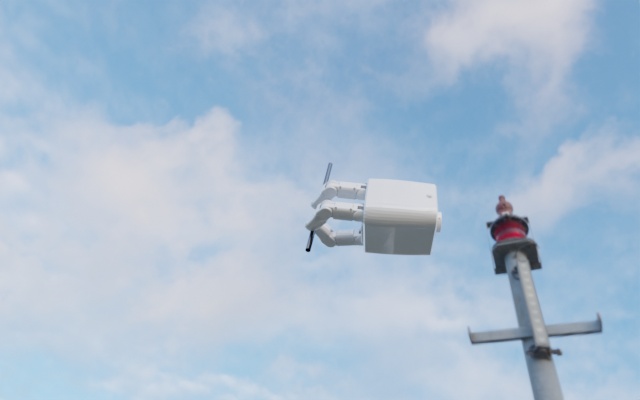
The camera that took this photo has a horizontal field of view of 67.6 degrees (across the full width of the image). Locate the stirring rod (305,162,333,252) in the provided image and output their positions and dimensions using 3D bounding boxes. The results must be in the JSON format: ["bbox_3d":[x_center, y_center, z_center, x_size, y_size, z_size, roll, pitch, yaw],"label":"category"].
[{"bbox_3d":[0.000,0.003,0.794,0.011,0.011,0.239,0,36,11],"label":"stirring rod"}]
